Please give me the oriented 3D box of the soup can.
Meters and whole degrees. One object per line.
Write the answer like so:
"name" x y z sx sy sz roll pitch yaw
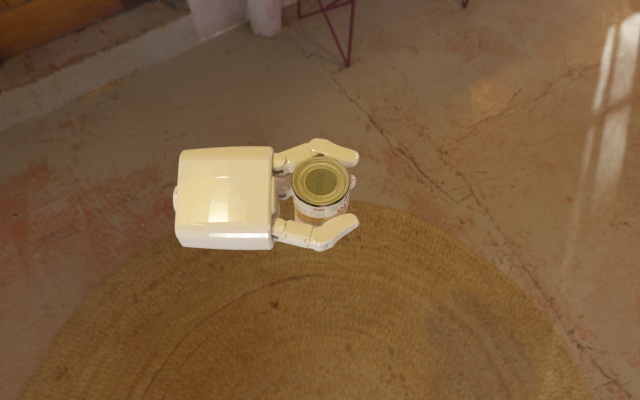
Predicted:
"soup can" 0.001 0.002 0.572 0.068 0.068 0.102 0 -30 0
